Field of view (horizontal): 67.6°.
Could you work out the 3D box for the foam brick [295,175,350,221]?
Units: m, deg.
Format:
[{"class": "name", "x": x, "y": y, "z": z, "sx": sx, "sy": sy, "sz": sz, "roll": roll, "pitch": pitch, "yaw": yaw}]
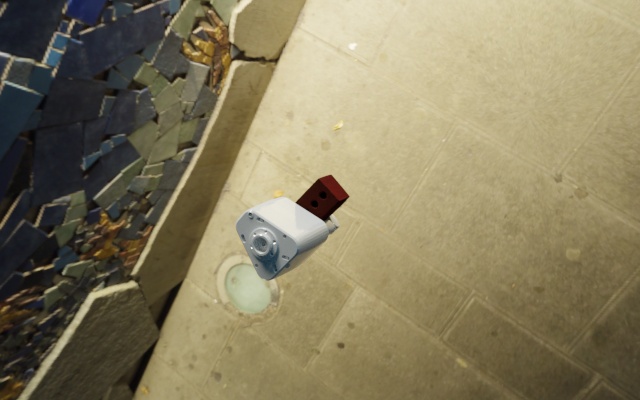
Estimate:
[{"class": "foam brick", "x": 0.000, "y": 0.002, "z": 0.808, "sx": 0.078, "sy": 0.053, "sz": 0.051, "roll": -46, "pitch": -11, "yaw": 24}]
